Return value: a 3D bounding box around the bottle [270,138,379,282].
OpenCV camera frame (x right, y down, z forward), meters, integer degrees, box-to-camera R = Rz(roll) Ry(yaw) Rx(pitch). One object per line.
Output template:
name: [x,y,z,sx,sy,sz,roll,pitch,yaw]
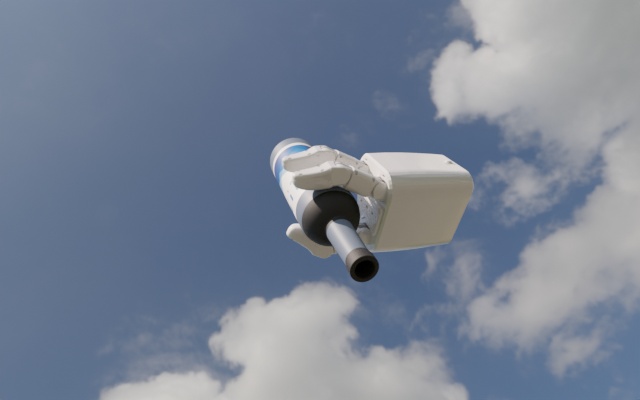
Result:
bottle: [0.000,0.002,0.547,0.069,0.069,0.295,0,24,-17]
